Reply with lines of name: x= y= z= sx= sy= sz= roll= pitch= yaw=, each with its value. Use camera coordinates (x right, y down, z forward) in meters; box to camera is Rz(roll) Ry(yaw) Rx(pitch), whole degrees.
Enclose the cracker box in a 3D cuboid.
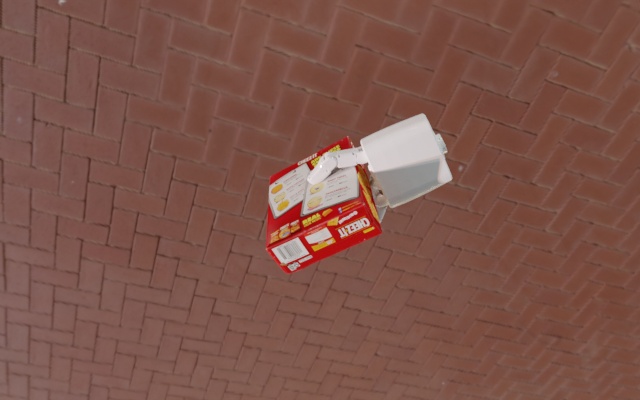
cracker box: x=0.000 y=0.003 z=0.780 sx=0.164 sy=0.072 sz=0.213 roll=-26 pitch=31 yaw=13
